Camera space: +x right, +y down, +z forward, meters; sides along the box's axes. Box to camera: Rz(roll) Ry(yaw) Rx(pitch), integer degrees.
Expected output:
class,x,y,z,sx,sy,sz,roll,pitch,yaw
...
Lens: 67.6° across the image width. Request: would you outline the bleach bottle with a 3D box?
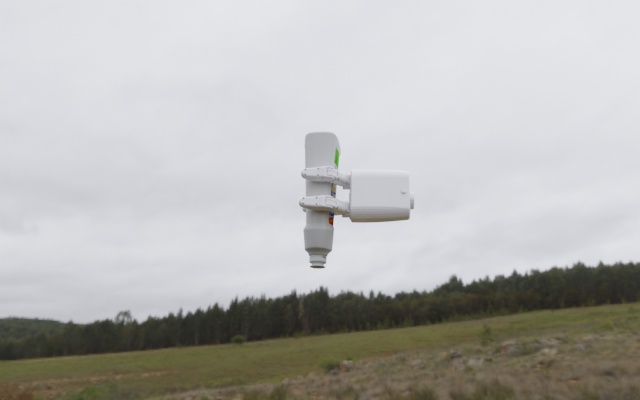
class,x,y,z,sx,sy,sz,roll,pitch,yaw
bleach bottle,0.000,0.003,0.895,0.068,0.250,0.103,-1,-19,7
